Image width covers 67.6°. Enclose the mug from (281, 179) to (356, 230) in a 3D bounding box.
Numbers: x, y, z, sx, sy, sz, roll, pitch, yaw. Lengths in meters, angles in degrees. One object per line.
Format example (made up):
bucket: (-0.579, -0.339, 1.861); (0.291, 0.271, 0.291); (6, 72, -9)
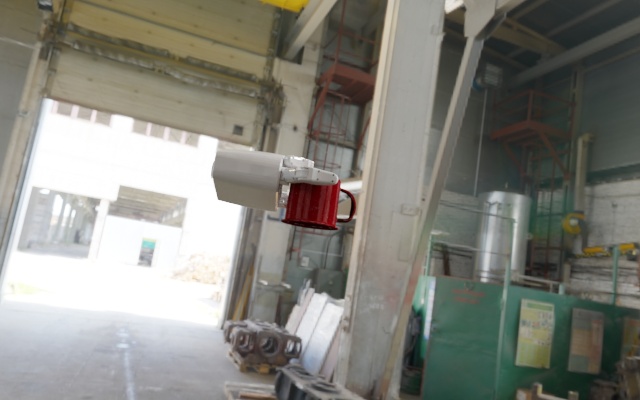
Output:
mug: (0.002, 0.003, 0.769); (0.117, 0.081, 0.093); (9, -8, -2)
